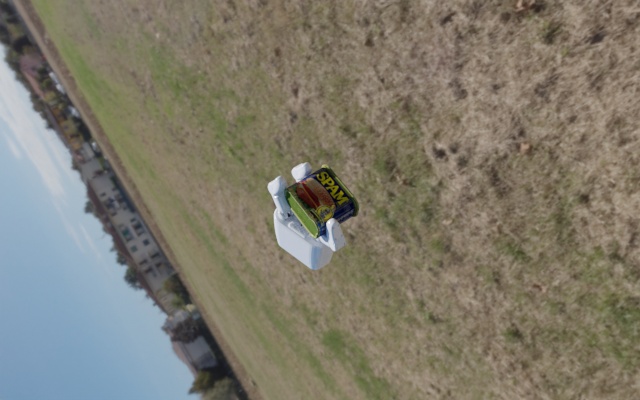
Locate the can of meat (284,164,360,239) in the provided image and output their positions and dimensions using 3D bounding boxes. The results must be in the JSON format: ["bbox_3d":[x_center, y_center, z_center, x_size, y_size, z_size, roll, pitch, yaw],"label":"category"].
[{"bbox_3d":[0.000,0.003,0.796,0.084,0.102,0.057,-31,-23,-20],"label":"can of meat"}]
